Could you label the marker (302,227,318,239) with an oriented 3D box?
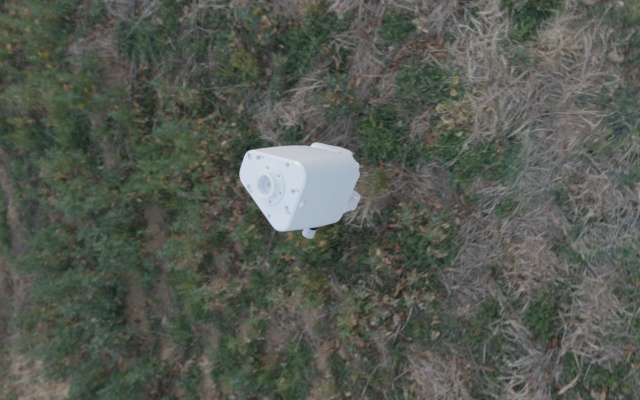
[{"bbox_3d":[0.000,0.002,0.719,0.020,0.121,0.020,18,23,-8],"label":"marker"}]
